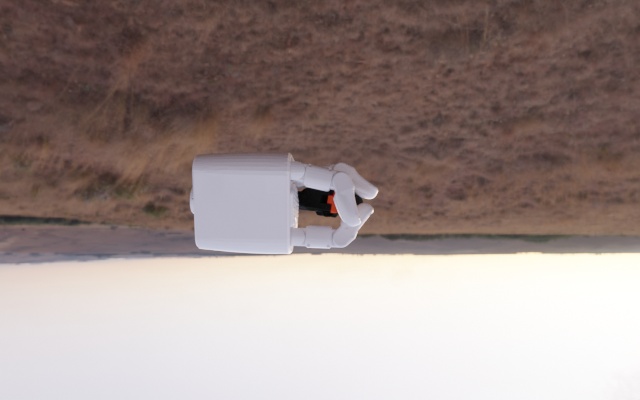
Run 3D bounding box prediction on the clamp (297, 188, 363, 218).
[{"bbox_3d":[0.000,0.003,0.614,0.120,0.039,0.171,3,-6,2],"label":"clamp"}]
